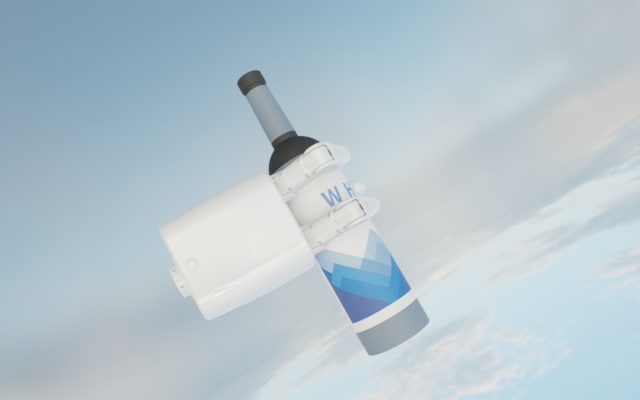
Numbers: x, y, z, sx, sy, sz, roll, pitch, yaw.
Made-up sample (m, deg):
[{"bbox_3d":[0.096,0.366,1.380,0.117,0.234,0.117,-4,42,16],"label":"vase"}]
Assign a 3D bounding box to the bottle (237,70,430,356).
[{"bbox_3d":[0.000,0.002,0.465,0.069,0.295,0.069,-30,-8,-4],"label":"bottle"}]
